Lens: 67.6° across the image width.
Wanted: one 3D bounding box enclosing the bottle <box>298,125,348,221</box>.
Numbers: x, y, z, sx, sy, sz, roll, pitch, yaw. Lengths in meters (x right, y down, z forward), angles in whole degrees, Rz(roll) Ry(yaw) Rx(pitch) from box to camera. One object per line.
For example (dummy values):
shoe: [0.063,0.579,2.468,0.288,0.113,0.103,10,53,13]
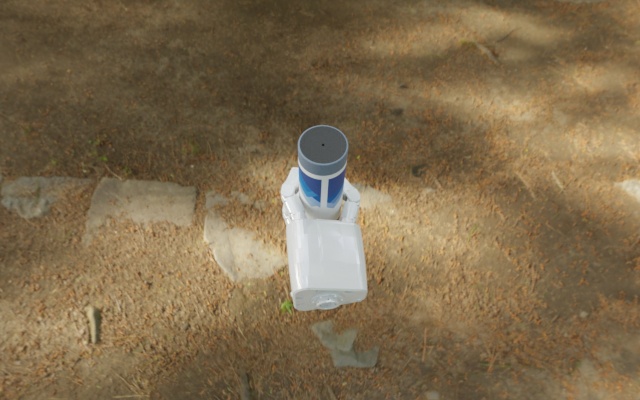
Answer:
bottle: [0.000,0.002,0.750,0.069,0.069,0.296,0,-31,-2]
